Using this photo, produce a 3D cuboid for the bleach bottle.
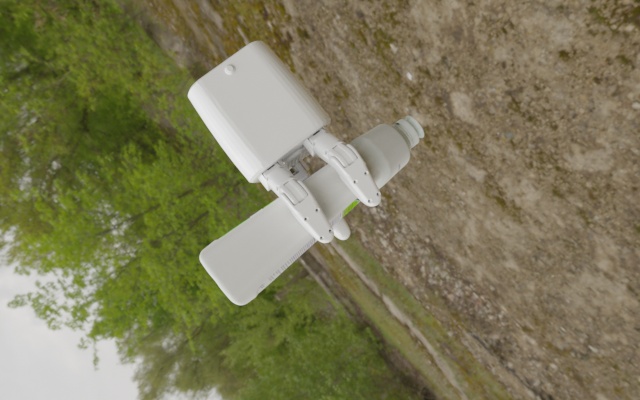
[{"bbox_3d":[0.000,0.002,0.486,0.251,0.068,0.102,-38,-4,-8],"label":"bleach bottle"}]
